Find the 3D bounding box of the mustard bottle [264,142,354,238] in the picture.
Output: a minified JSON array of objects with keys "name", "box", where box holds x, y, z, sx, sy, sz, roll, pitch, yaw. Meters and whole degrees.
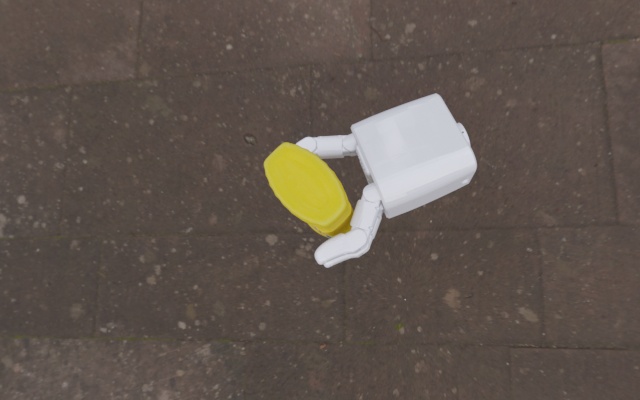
[{"name":"mustard bottle","box":[0.000,0.002,0.546,0.096,0.058,0.192,44,-1,15]}]
